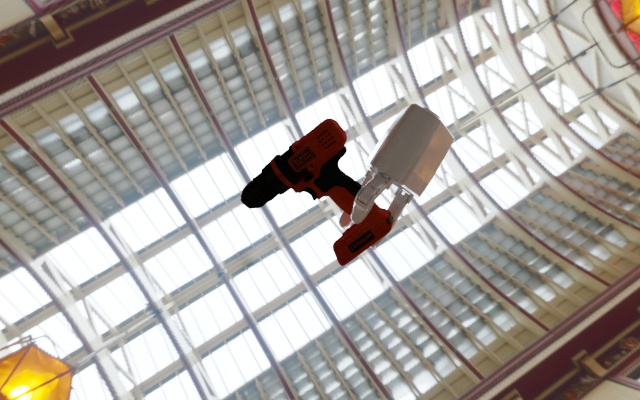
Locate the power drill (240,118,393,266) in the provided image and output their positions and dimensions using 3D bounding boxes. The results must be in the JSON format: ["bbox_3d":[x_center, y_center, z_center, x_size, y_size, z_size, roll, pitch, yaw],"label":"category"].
[{"bbox_3d":[0.001,0.002,0.697,0.184,0.188,0.057,-37,10,16],"label":"power drill"}]
